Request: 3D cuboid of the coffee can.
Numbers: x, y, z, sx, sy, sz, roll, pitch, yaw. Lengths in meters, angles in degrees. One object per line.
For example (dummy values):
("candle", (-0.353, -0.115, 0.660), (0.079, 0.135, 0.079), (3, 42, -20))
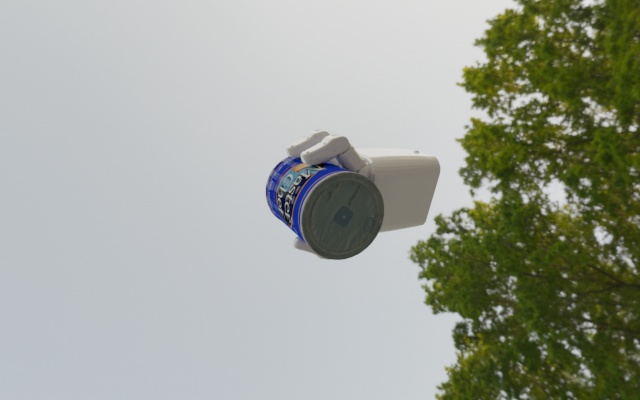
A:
("coffee can", (0.000, 0.002, 0.595), (0.103, 0.103, 0.140), (0, 14, -24))
